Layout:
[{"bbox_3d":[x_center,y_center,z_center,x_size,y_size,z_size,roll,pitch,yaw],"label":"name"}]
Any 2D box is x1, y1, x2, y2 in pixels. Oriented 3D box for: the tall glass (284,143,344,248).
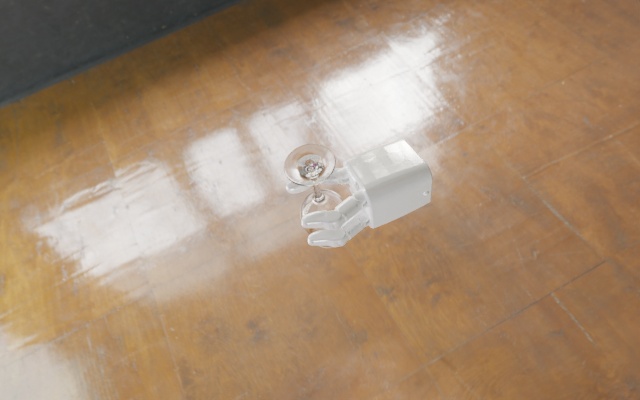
[{"bbox_3d":[0.000,0.002,0.750,0.079,0.079,0.201,0,-33,10],"label":"tall glass"}]
